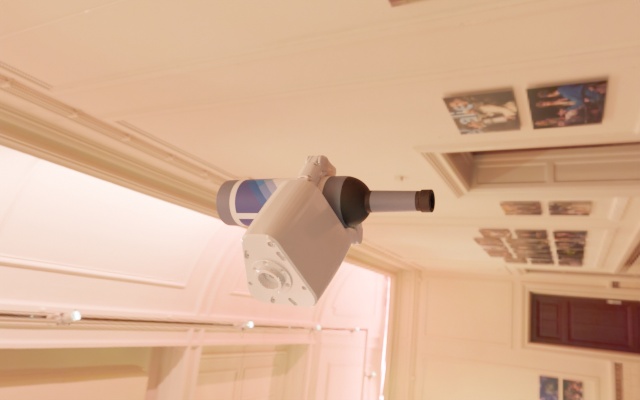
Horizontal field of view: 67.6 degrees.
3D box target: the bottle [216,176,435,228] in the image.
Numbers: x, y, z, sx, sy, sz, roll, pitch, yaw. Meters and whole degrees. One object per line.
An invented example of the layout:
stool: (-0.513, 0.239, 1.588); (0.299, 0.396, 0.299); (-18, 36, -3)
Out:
bottle: (0.000, 0.002, 0.624); (0.296, 0.069, 0.069); (-1, 0, 28)
